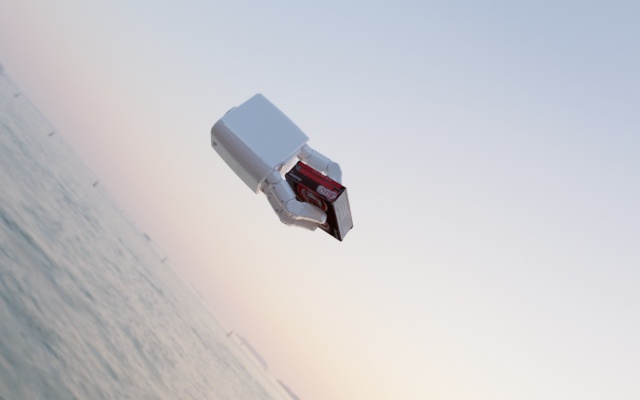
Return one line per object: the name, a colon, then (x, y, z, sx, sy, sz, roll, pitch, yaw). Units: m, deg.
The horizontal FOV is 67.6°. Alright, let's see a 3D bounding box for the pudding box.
pudding box: (0.000, 0.002, 0.706, 0.090, 0.039, 0.114, 32, -20, 27)
